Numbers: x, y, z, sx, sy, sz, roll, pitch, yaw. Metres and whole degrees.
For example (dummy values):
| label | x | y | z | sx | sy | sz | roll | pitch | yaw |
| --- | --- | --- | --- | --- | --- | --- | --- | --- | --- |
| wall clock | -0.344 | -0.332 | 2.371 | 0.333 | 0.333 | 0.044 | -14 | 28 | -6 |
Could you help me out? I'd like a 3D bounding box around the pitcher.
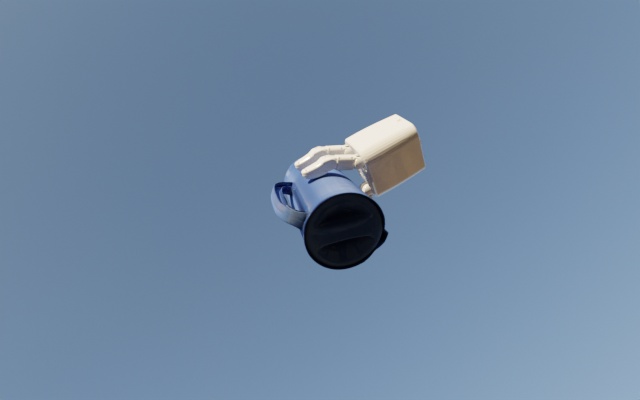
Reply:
| label | x | y | z | sx | sy | sz | roll | pitch | yaw |
| --- | --- | --- | --- | --- | --- | --- | --- | --- | --- |
| pitcher | 0.000 | 0.003 | 0.833 | 0.145 | 0.149 | 0.242 | -30 | 27 | -2 |
